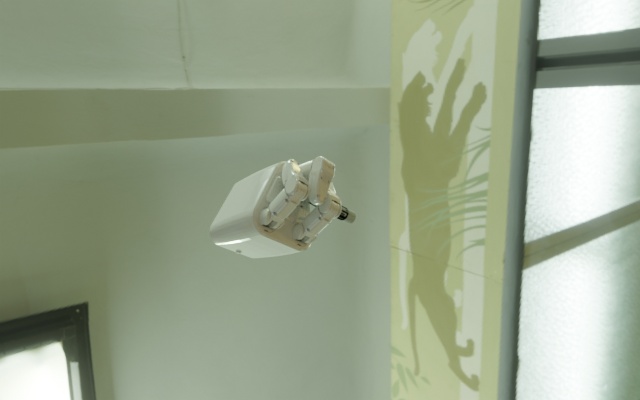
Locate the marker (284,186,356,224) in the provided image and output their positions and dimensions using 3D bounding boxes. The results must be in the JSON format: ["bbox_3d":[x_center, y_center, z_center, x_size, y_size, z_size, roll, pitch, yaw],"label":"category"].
[{"bbox_3d":[0.000,0.002,0.625,0.121,0.020,0.020,28,-18,-37],"label":"marker"}]
